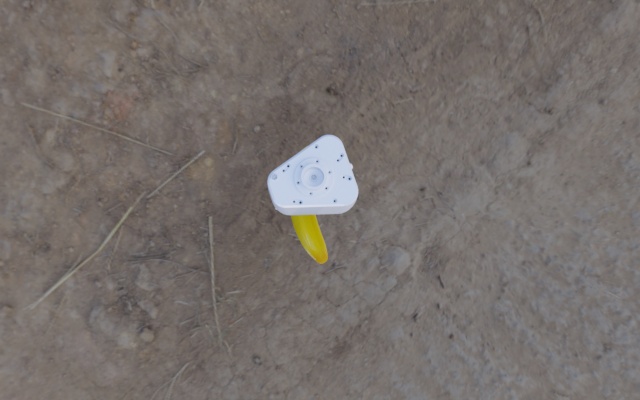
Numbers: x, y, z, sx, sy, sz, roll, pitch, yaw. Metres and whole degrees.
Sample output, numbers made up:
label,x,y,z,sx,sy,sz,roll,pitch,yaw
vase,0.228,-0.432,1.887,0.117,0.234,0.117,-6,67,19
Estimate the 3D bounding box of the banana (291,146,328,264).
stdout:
label,x,y,z,sx,sy,sz,roll,pitch,yaw
banana,-0.017,-0.002,0.737,0.069,0.197,0.037,5,-8,-20
